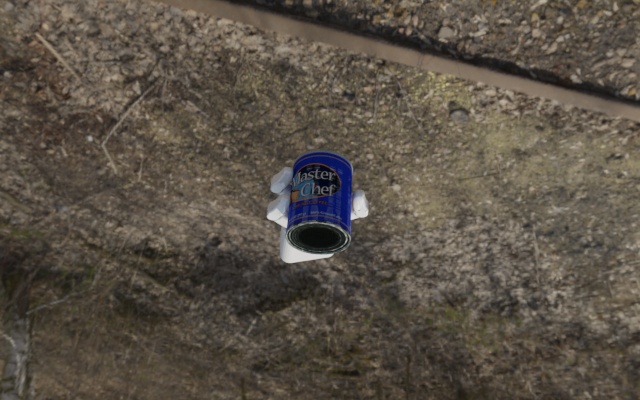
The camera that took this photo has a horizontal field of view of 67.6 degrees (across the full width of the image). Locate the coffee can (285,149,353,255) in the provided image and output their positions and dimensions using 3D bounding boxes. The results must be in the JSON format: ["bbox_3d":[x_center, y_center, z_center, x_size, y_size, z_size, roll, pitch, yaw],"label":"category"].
[{"bbox_3d":[0.000,0.002,0.776,0.103,0.140,0.103,3,-34,2],"label":"coffee can"}]
